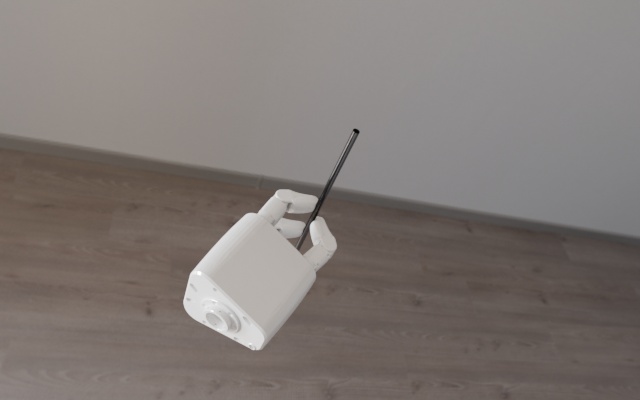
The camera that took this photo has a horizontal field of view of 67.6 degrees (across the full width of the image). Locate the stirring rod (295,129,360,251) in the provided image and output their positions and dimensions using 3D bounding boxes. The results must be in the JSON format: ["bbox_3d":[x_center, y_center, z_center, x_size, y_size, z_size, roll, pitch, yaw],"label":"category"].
[{"bbox_3d":[0.000,0.002,0.601,0.011,0.011,0.240,0,-40,-25],"label":"stirring rod"}]
